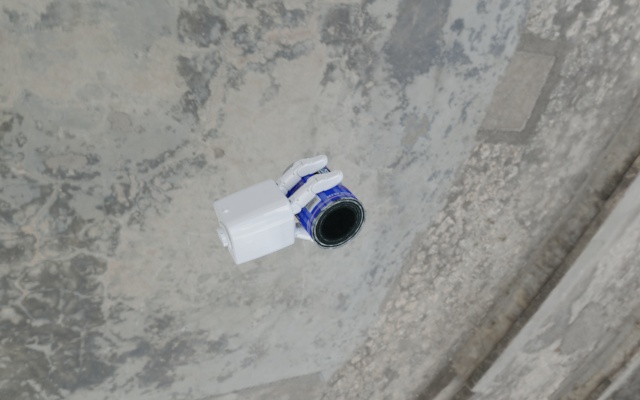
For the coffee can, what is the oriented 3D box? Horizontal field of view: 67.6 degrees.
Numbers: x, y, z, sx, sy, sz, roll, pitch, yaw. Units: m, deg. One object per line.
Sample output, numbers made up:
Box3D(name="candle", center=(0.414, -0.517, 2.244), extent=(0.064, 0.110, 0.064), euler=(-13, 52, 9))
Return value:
Box3D(name="coffee can", center=(0.000, 0.003, 0.829), extent=(0.103, 0.103, 0.140), euler=(0, 31, -32))
